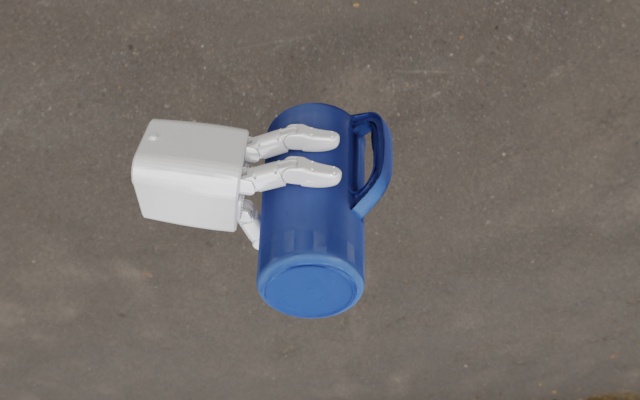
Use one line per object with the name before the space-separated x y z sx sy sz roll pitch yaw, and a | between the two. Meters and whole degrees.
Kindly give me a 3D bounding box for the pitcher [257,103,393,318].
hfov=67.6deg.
pitcher | 0.000 0.002 0.548 0.145 0.242 0.149 8 -46 -7
